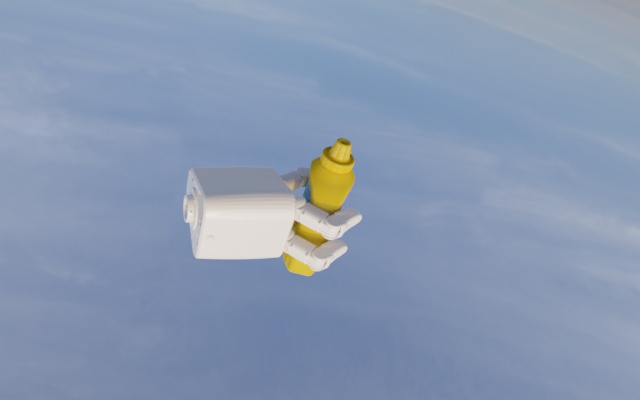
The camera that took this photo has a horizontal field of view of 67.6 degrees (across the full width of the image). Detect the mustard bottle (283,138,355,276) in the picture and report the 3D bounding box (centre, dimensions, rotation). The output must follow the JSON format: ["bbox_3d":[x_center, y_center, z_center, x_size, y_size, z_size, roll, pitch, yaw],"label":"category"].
[{"bbox_3d":[0.000,0.002,0.620,0.058,0.192,0.096,16,37,-6],"label":"mustard bottle"}]
